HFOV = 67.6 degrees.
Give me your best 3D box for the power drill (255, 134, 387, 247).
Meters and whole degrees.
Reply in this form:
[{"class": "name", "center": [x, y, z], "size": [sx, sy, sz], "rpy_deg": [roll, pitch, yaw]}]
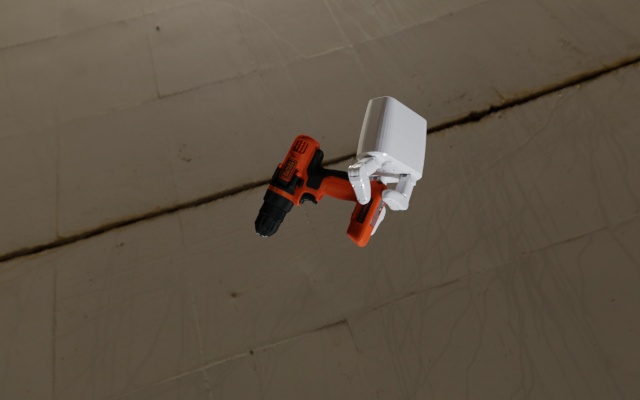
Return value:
[{"class": "power drill", "center": [0.001, 0.002, 0.771], "size": [0.187, 0.184, 0.057], "rpy_deg": [25, -3, 18]}]
